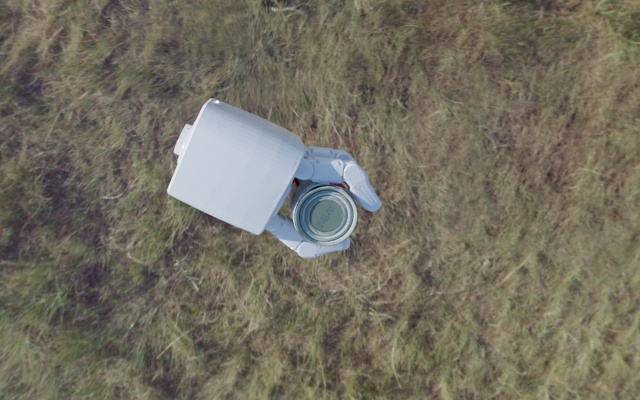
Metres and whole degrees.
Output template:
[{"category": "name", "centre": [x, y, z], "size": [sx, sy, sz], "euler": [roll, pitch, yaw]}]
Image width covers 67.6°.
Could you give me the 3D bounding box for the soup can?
[{"category": "soup can", "centre": [0.001, 0.002, 0.528], "size": [0.068, 0.068, 0.102], "euler": [0, 17, -8]}]
